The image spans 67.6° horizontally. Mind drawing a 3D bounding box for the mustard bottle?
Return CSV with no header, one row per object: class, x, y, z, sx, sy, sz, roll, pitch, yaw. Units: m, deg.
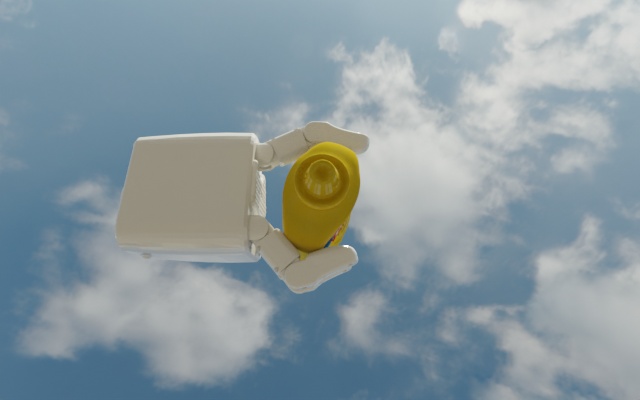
mustard bottle,0.000,0.002,0.419,0.058,0.096,0.192,23,-12,5
